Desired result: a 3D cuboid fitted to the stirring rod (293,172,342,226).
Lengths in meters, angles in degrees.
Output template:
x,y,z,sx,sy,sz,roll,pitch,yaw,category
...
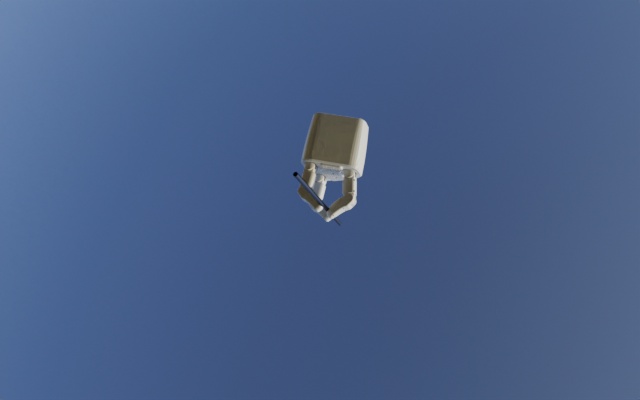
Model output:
x,y,z,sx,sy,sz,roll,pitch,yaw,category
0.000,0.003,0.846,0.011,0.011,0.240,0,-21,20,stirring rod
